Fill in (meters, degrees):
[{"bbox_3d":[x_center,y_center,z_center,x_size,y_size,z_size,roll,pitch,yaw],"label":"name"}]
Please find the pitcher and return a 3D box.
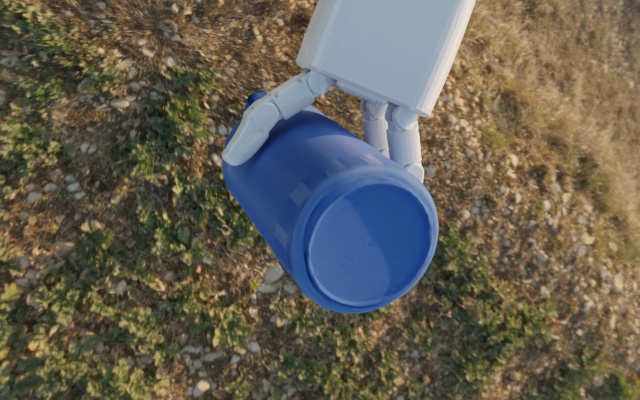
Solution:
[{"bbox_3d":[0.000,0.001,0.421,0.149,0.145,0.242,19,12,-24],"label":"pitcher"}]
